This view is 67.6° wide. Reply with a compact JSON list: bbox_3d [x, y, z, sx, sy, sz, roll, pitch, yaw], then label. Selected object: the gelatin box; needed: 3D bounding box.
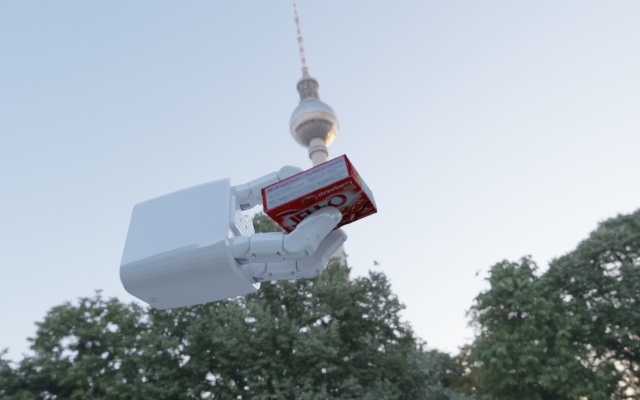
[{"bbox_3d":[0.000,0.001,0.450,0.089,0.030,0.073,-22,-35,14],"label":"gelatin box"}]
